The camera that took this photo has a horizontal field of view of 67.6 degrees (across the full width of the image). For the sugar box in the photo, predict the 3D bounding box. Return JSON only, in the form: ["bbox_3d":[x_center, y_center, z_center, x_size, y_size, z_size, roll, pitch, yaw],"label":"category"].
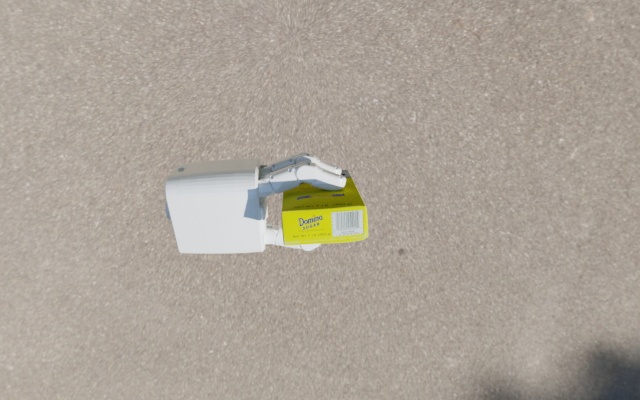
[{"bbox_3d":[0.000,0.001,0.589,0.093,0.048,0.176,-3,19,-3],"label":"sugar box"}]
